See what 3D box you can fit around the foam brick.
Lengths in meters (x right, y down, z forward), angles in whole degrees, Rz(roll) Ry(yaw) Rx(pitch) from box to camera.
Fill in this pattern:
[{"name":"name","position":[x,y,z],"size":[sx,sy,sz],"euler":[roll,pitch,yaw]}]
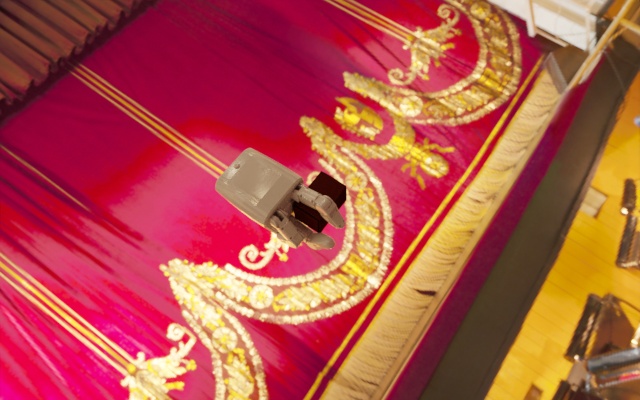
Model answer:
[{"name":"foam brick","position":[0.000,0.002,0.770],"size":[0.051,0.078,0.053],"euler":[32,-23,17]}]
